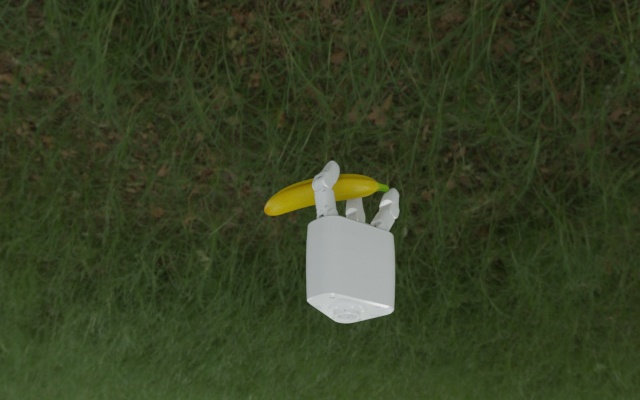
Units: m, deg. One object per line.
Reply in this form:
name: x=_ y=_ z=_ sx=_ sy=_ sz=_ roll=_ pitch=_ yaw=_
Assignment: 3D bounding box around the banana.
banana: x=-0.003 y=-0.007 z=0.701 sx=0.198 sy=0.037 sz=0.070 roll=-9 pitch=-31 yaw=16
